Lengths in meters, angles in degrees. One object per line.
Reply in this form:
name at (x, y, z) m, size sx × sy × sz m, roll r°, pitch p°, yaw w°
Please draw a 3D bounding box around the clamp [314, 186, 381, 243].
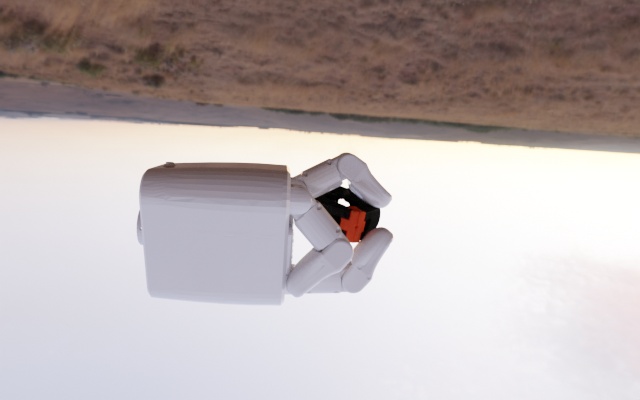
clamp at (0.000, 0.002, 0.464) m, size 0.120 × 0.039 × 0.171 m, roll 3°, pitch 9°, yaw -5°
